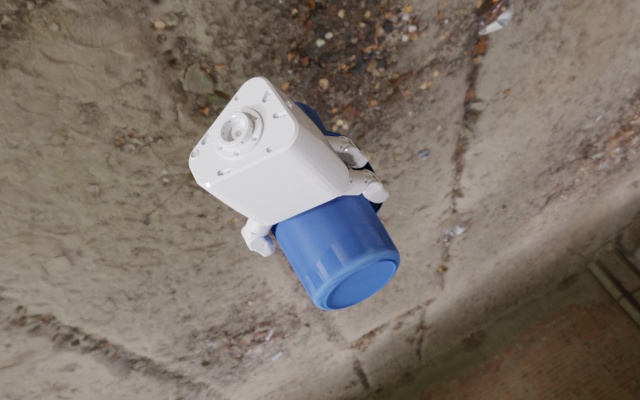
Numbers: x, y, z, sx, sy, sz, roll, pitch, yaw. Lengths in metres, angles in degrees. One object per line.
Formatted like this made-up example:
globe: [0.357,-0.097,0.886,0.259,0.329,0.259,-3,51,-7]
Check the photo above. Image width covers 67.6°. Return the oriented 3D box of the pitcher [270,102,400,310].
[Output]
pitcher: [0.000,0.002,0.581,0.149,0.242,0.145,-37,-32,9]
